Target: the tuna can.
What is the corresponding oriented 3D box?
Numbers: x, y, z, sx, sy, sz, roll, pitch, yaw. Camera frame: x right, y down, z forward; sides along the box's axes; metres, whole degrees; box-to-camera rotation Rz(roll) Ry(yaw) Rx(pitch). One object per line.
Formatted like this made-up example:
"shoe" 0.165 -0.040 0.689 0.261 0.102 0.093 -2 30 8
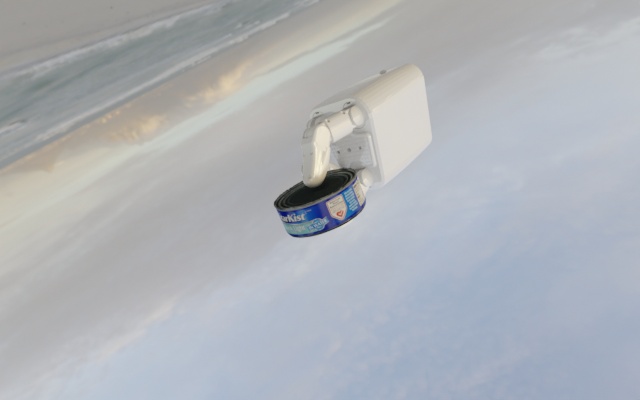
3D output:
"tuna can" 0.000 0.002 0.465 0.086 0.034 0.086 -21 17 7
